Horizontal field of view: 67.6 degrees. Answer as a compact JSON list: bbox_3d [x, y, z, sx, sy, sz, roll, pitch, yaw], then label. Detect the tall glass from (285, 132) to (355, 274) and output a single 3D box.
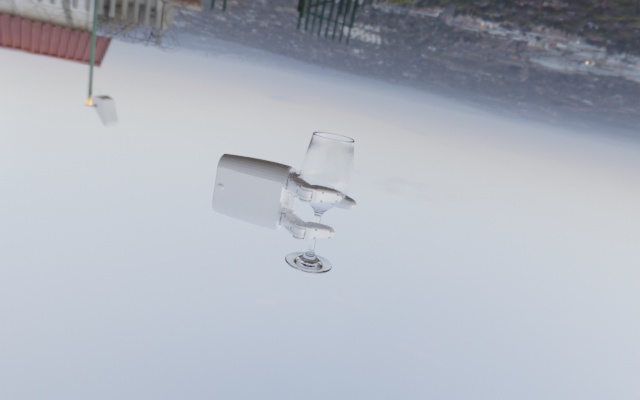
[{"bbox_3d":[0.000,0.003,0.712,0.079,0.201,0.079,11,15,-3],"label":"tall glass"}]
